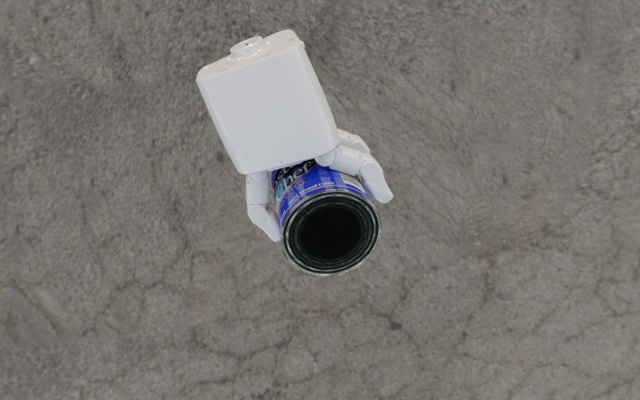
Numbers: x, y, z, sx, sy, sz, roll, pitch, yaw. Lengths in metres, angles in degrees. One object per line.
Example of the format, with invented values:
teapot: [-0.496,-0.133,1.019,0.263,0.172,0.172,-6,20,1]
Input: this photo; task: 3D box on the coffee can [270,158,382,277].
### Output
coffee can: [0.000,0.002,0.531,0.103,0.103,0.140,0,29,-11]
